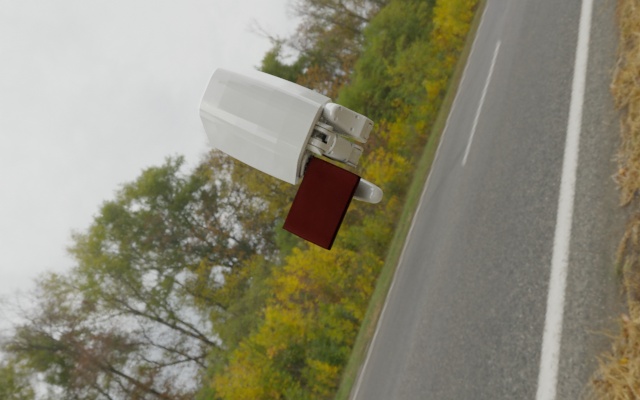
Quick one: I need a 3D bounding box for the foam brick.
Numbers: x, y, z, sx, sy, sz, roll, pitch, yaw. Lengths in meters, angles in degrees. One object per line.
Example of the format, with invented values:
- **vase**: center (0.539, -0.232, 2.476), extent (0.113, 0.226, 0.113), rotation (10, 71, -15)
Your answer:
- **foam brick**: center (0.000, 0.002, 0.476), extent (0.051, 0.078, 0.053), rotation (23, 1, -3)
